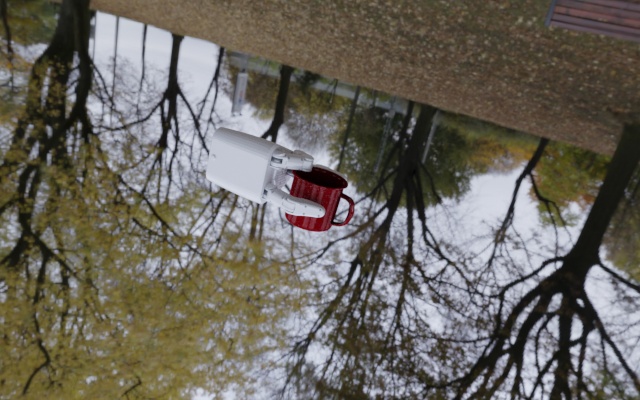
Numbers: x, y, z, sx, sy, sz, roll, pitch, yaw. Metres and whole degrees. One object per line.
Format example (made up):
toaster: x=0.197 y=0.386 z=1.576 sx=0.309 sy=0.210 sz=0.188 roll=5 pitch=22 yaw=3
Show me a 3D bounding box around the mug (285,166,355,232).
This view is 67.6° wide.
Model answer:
mug: x=0.001 y=0.003 z=0.769 sx=0.117 sy=0.081 sz=0.093 roll=23 pitch=21 yaw=17
